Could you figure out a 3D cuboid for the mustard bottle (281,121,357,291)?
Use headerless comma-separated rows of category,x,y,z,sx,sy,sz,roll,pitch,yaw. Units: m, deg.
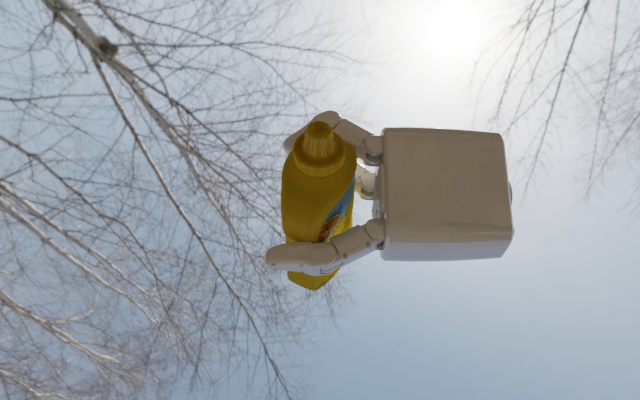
mustard bottle,0.000,0.001,0.429,0.058,0.096,0.192,23,-31,14
